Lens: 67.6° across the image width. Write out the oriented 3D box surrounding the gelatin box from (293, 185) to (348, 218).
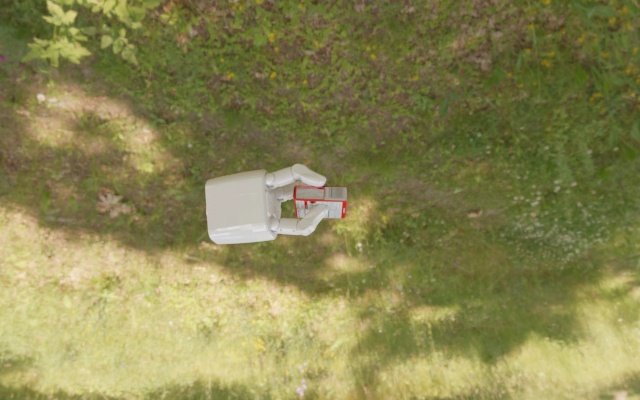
[{"bbox_3d":[0.000,0.003,0.804,0.089,0.030,0.073,2,-25,1],"label":"gelatin box"}]
